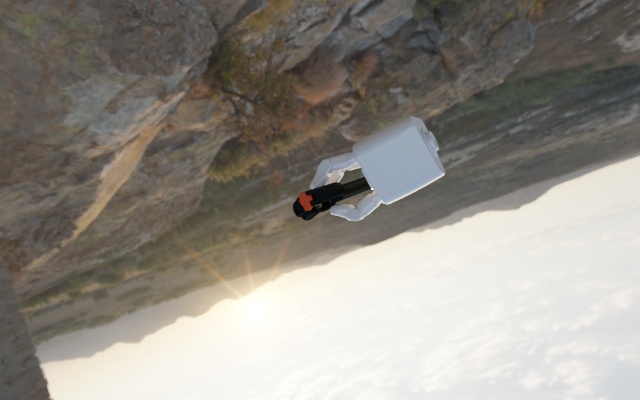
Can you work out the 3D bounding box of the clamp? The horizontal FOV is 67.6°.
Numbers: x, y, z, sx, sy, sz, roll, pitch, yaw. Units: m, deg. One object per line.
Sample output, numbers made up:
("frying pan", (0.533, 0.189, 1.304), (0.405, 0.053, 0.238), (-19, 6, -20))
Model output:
("clamp", (0.000, 0.003, 0.838), (0.164, 0.036, 0.210), (-29, -7, 24))
